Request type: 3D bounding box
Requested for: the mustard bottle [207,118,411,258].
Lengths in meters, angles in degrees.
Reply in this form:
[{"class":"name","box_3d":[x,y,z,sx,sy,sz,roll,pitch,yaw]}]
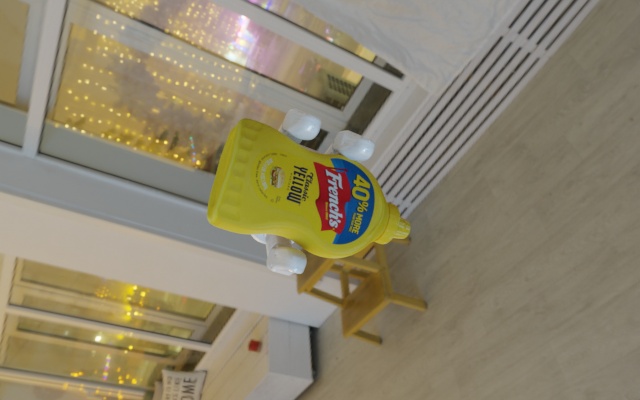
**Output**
[{"class":"mustard bottle","box_3d":[0.000,0.001,0.441,0.191,0.096,0.058,19,-20,-21]}]
